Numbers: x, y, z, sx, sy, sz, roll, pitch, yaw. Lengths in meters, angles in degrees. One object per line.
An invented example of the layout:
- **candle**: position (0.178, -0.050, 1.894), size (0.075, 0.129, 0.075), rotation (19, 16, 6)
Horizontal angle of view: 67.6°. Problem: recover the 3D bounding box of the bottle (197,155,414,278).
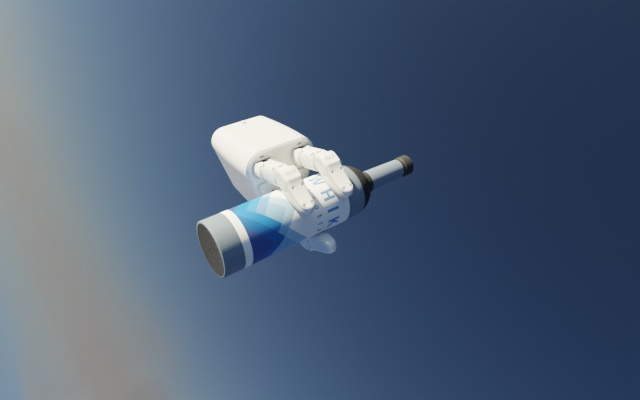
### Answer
- **bottle**: position (0.000, 0.002, 0.581), size (0.295, 0.069, 0.069), rotation (-24, 12, -29)
